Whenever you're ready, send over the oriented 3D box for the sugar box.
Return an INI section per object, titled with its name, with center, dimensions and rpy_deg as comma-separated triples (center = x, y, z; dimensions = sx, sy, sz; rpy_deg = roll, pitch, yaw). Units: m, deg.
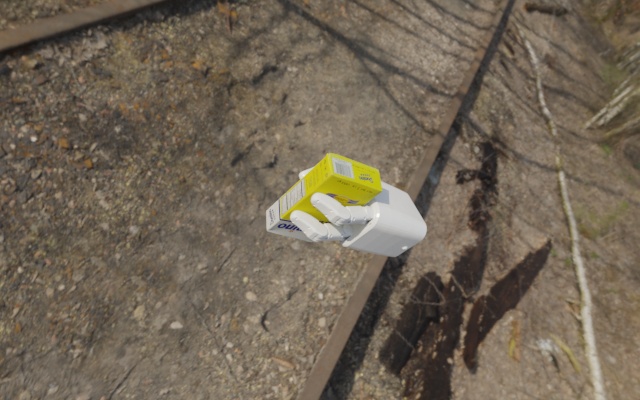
[sugar box]
center = 0.000, 0.003, 0.719
dimensions = 0.093, 0.048, 0.176
rpy_deg = 17, -41, -31
